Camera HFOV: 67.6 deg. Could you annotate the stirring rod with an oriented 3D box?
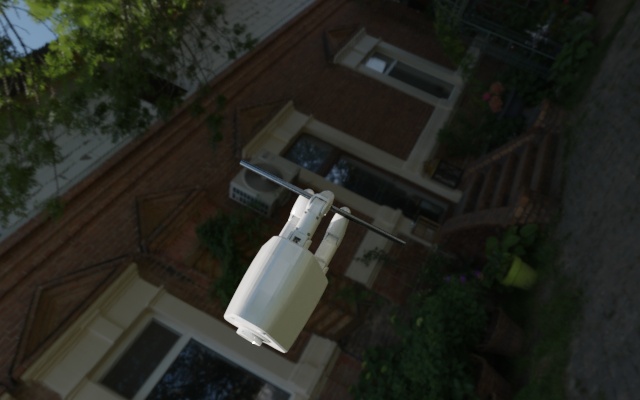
[{"bbox_3d":[0.000,0.002,0.622,0.239,0.011,0.011,27,4,9],"label":"stirring rod"}]
